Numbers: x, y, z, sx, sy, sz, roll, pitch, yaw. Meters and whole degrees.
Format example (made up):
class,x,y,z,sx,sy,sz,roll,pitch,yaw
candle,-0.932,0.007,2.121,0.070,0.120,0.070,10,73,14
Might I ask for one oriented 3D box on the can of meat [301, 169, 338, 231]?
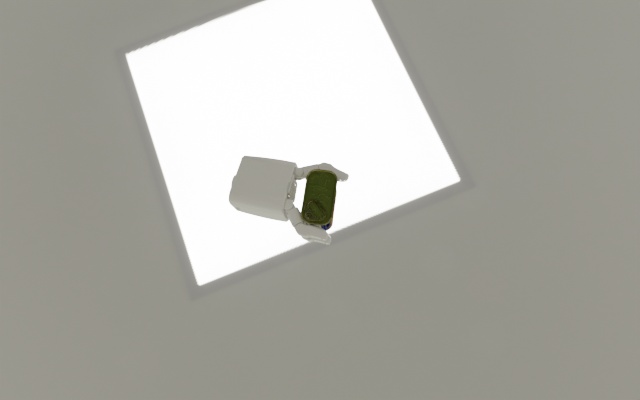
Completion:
class,x,y,z,sx,sy,sz,roll,pitch,yaw
can of meat,0.000,0.003,0.893,0.057,0.102,0.084,7,-13,5
